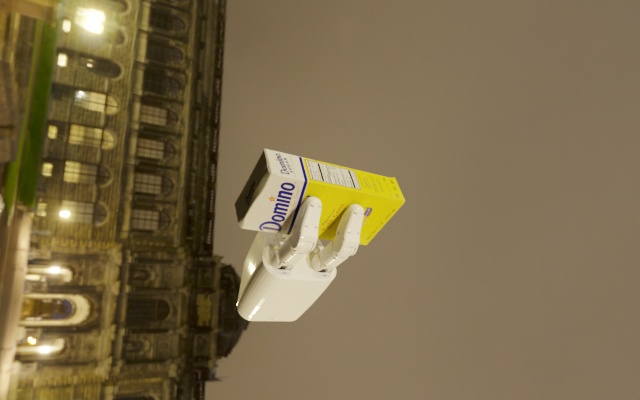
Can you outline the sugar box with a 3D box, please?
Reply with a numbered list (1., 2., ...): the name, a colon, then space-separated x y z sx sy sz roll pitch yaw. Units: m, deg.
1. sugar box: 0.000 0.002 0.554 0.176 0.048 0.093 8 -45 -30
